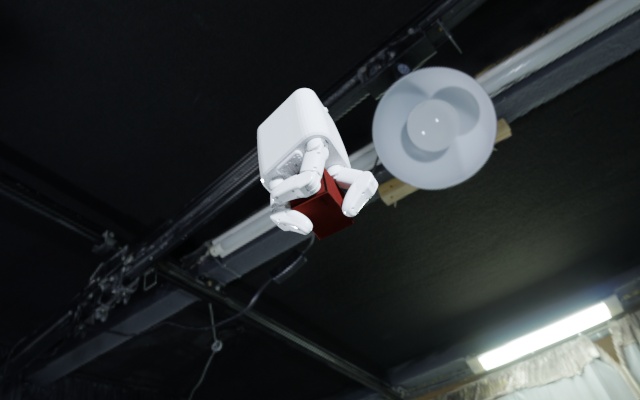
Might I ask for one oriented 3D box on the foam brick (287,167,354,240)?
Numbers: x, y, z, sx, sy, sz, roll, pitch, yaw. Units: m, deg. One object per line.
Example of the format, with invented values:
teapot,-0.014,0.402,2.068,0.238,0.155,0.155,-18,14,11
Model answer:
foam brick,0.000,0.002,0.606,0.053,0.051,0.078,-25,-44,13
